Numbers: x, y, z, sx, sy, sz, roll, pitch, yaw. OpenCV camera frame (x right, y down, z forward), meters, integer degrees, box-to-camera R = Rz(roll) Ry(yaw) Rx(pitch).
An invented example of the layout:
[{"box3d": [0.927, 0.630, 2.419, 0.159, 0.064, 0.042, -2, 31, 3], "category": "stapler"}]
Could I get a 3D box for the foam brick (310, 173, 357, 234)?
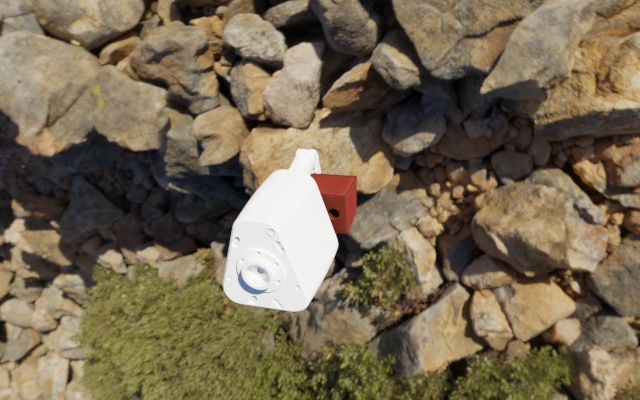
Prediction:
[{"box3d": [0.000, 0.002, 0.559, 0.078, 0.053, 0.051, 5, 30, 15], "category": "foam brick"}]
